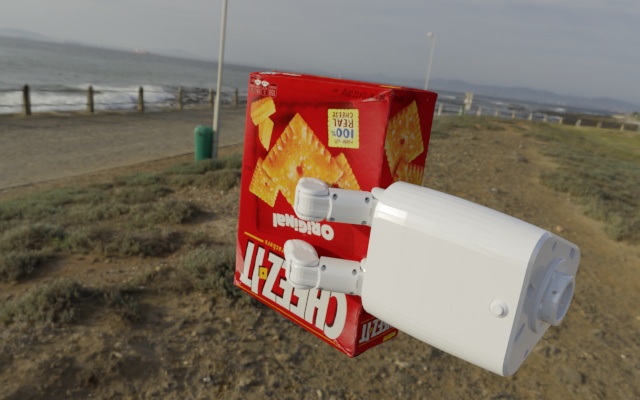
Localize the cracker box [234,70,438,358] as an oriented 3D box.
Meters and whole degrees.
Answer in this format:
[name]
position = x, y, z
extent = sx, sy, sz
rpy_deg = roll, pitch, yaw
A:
[cracker box]
position = 0.000, 0.001, 0.422
extent = 0.164, 0.214, 0.072
rpy_deg = 20, 20, 41
